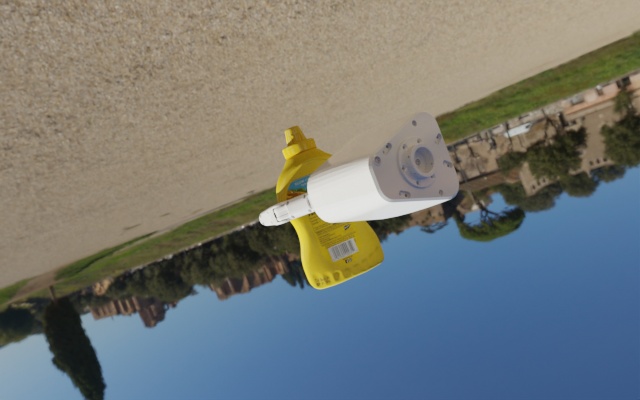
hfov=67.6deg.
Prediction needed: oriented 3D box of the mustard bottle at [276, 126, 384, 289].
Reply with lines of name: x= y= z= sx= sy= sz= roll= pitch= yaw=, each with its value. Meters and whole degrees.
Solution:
mustard bottle: x=0.000 y=0.002 z=0.577 sx=0.096 sy=0.191 sz=0.058 roll=-22 pitch=2 yaw=-9
